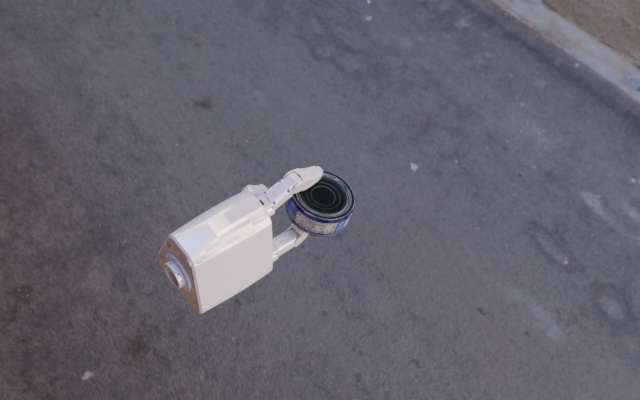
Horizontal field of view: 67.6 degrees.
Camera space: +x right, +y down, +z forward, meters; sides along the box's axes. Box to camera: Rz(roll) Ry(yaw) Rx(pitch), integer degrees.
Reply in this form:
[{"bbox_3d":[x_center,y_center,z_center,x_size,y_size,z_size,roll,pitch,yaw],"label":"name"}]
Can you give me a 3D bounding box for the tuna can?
[{"bbox_3d":[0.000,0.002,0.610,0.086,0.086,0.034,0,-39,-19],"label":"tuna can"}]
